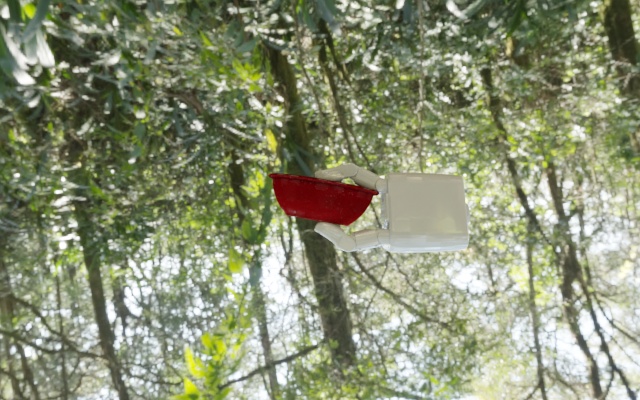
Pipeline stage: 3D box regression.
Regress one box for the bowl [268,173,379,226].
[{"bbox_3d":[-0.001,0.002,0.687,0.162,0.055,0.162,10,-2,0],"label":"bowl"}]
